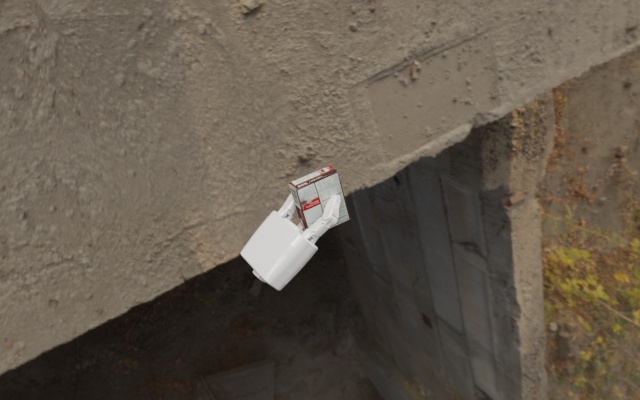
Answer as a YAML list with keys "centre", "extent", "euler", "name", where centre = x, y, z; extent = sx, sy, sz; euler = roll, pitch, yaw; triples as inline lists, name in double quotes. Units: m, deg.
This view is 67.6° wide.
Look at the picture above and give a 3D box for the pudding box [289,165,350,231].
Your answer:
- centre: [0.000, 0.003, 0.899]
  extent: [0.090, 0.114, 0.039]
  euler: [-25, 31, -16]
  name: "pudding box"
